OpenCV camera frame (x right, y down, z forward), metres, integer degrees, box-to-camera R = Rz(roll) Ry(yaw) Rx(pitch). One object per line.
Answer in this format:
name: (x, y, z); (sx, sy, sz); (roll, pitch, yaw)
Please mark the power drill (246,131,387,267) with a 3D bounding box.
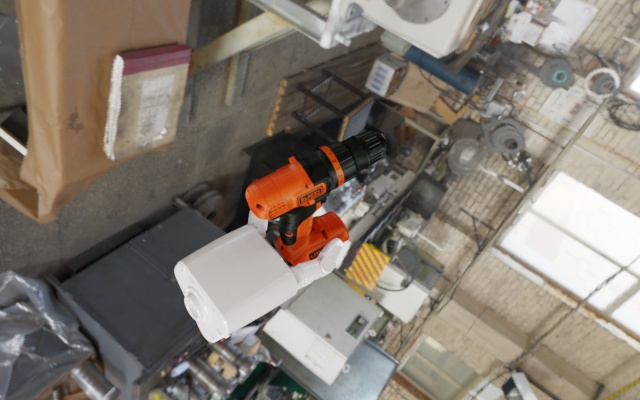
power drill: (0.000, 0.002, 0.622); (0.184, 0.057, 0.188); (-25, -31, -14)
